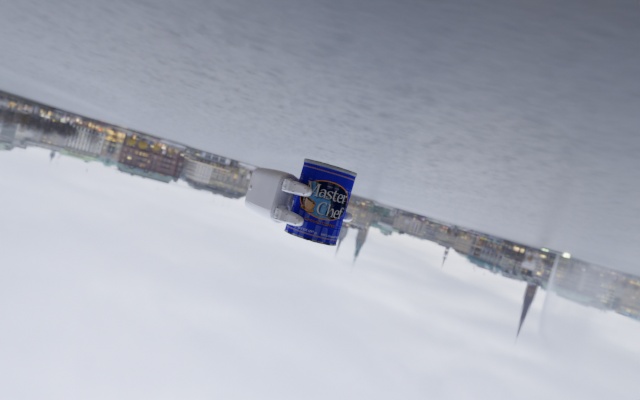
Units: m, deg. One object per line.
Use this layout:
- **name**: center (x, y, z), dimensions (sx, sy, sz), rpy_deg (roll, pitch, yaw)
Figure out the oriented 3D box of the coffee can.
- **coffee can**: center (0.000, 0.003, 0.889), dimensions (0.103, 0.140, 0.103), rpy_deg (16, 2, -1)
